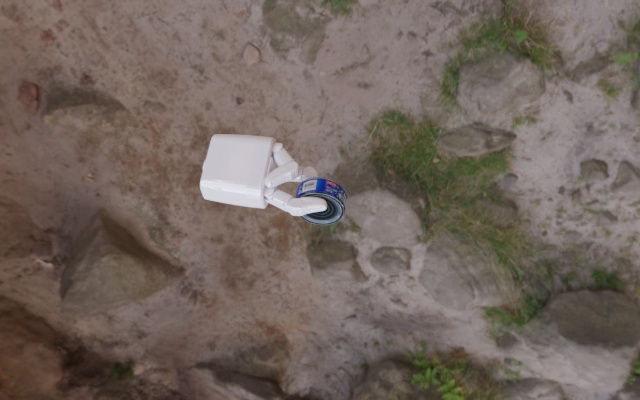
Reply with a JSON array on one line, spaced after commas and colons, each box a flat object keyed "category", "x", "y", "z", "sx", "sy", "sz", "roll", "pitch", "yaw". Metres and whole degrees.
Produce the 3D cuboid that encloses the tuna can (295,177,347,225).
[{"category": "tuna can", "x": 0.000, "y": 0.003, "z": 0.788, "sx": 0.086, "sy": 0.033, "sz": 0.086, "roll": 5, "pitch": -40, "yaw": 5}]
